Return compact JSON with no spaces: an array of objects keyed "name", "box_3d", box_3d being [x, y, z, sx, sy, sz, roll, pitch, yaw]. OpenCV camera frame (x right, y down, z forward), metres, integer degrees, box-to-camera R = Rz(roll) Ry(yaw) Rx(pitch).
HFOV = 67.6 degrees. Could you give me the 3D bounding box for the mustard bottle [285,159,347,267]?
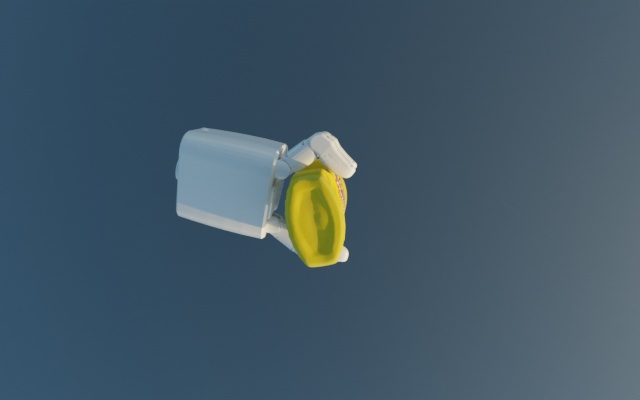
[{"name":"mustard bottle","box_3d":[0.000,0.002,0.555,0.058,0.096,0.191,-11,11,6]}]
